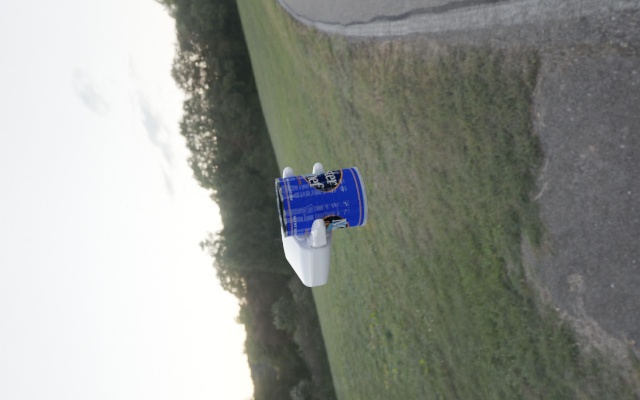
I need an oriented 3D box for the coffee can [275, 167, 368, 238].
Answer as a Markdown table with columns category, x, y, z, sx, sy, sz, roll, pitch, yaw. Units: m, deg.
| category | x | y | z | sx | sy | sz | roll | pitch | yaw |
| --- | --- | --- | --- | --- | --- | --- | --- | --- | --- |
| coffee can | 0.000 | 0.003 | 0.815 | 0.140 | 0.103 | 0.103 | -9 | 1 | -9 |
